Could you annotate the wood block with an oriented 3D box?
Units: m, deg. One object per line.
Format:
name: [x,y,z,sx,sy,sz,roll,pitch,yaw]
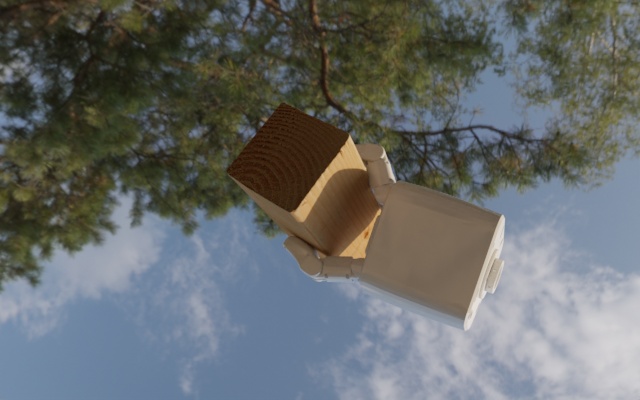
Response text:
wood block: [0.000,0.002,0.518,0.090,0.091,0.206,30,-13,30]
